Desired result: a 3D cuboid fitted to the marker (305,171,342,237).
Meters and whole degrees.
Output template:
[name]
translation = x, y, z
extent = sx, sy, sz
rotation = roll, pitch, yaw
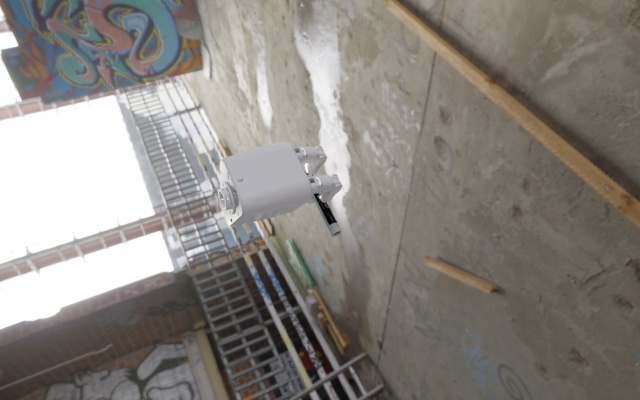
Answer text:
[marker]
translation = 0.000, 0.003, 0.771
extent = 0.020, 0.121, 0.020
rotation = -23, -22, -10
